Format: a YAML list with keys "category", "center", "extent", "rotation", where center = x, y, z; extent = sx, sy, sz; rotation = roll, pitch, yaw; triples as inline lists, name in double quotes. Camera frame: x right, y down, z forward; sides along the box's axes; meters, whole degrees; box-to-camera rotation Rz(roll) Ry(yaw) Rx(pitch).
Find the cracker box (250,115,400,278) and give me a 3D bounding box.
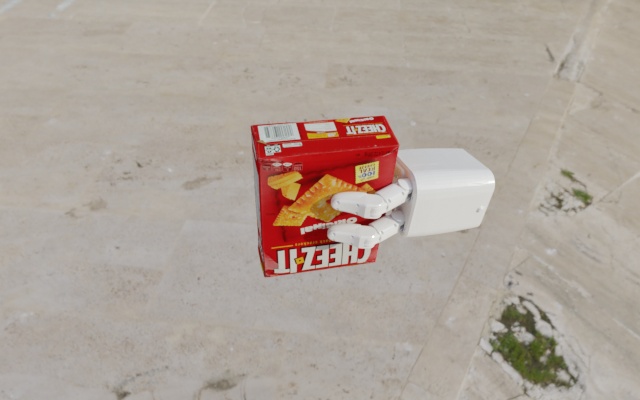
- category: "cracker box"
  center: [0.000, 0.002, 0.613]
  extent: [0.164, 0.214, 0.072]
  rotation: [-6, 44, -10]
